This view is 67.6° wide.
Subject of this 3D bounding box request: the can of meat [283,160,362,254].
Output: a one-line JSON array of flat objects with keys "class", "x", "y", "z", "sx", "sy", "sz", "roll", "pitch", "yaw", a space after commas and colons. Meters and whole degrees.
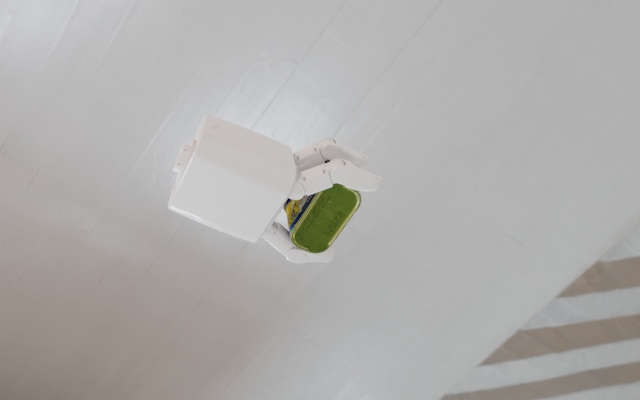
[{"class": "can of meat", "x": 0.000, "y": 0.002, "z": 0.571, "sx": 0.057, "sy": 0.102, "sz": 0.084, "roll": 26, "pitch": 21, "yaw": -20}]
